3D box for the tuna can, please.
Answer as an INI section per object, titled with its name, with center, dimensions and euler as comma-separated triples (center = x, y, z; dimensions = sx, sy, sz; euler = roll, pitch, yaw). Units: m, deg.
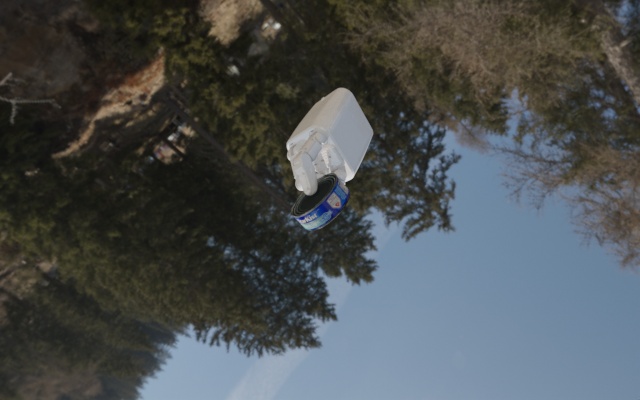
[tuna can]
center = 0.000, 0.003, 0.684
dimensions = 0.034, 0.086, 0.086
euler = 47, -20, -20
